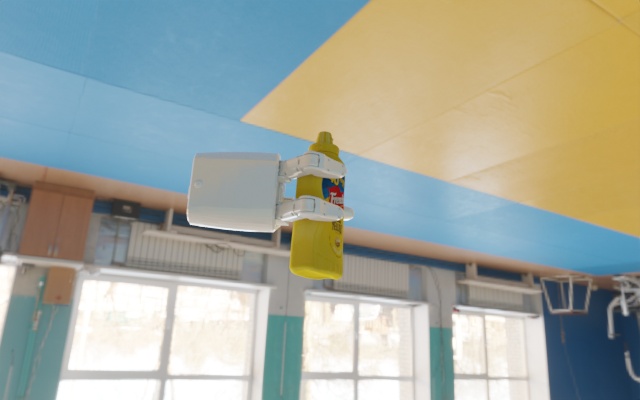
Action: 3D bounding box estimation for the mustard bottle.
[{"bbox_3d":[0.000,0.002,0.617,0.058,0.191,0.096,-4,-17,24],"label":"mustard bottle"}]
